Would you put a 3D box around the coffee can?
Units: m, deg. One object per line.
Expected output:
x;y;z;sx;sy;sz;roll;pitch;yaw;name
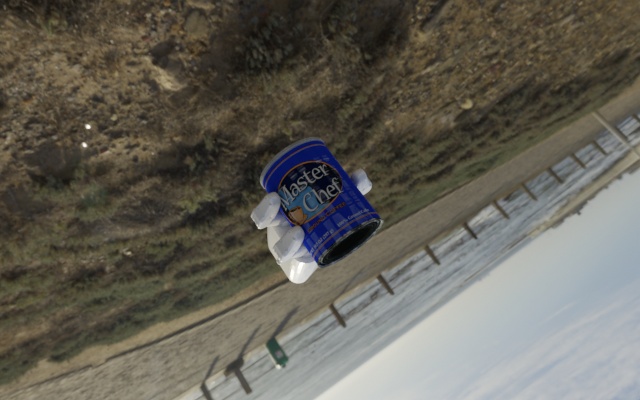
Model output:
0.000;0.002;0.627;0.103;0.140;0.103;-32;-19;-12;coffee can
